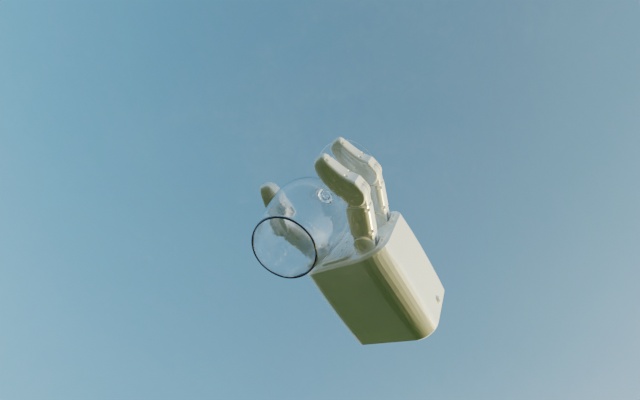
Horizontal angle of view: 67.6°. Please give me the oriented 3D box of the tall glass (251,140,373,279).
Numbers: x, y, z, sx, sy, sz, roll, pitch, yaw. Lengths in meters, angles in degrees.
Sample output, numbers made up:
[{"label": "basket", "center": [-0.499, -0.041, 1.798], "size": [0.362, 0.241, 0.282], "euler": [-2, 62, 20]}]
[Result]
[{"label": "tall glass", "center": [0.000, 0.001, 0.496], "size": [0.079, 0.079, 0.201], "euler": [0, 23, 21]}]
